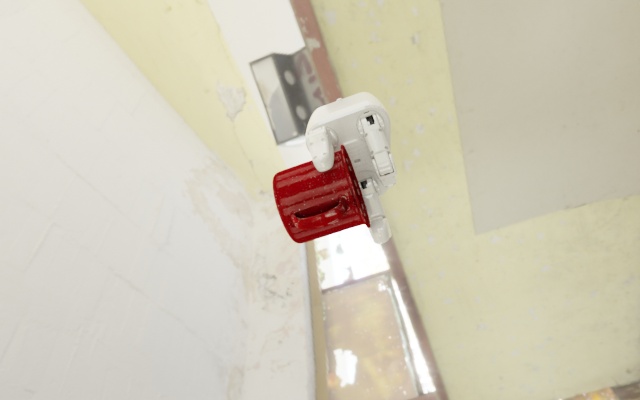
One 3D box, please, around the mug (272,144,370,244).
[{"bbox_3d":[0.000,0.002,0.497,0.081,0.093,0.117,-18,21,8],"label":"mug"}]
